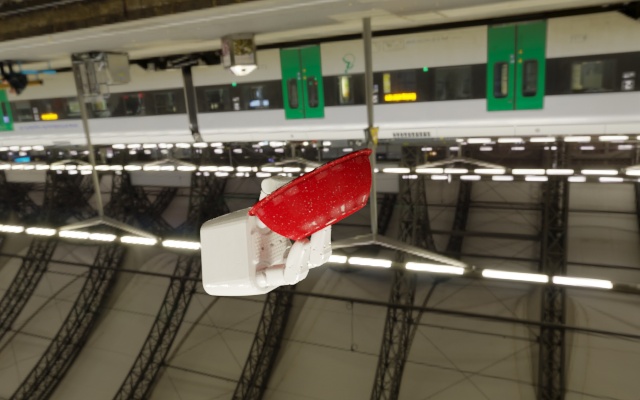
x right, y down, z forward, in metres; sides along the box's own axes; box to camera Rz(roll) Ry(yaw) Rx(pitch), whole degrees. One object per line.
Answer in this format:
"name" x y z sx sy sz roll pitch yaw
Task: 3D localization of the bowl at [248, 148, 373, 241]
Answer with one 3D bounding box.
"bowl" 0.001 0.002 0.553 0.162 0.055 0.162 -28 -5 -3
